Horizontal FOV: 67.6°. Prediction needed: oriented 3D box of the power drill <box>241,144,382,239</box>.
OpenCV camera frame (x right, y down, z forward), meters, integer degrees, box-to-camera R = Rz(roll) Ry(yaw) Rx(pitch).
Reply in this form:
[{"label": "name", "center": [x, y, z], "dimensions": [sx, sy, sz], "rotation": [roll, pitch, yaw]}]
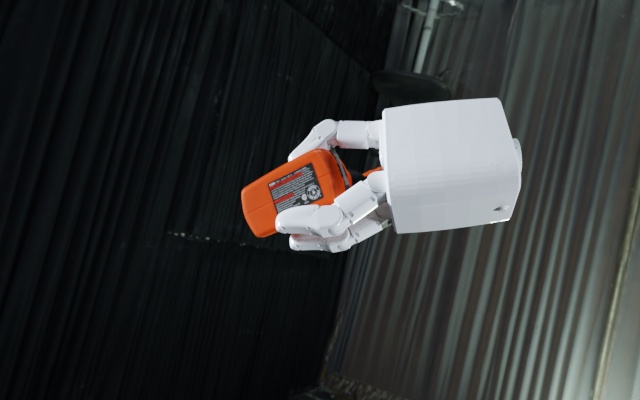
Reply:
[{"label": "power drill", "center": [0.000, 0.002, 0.518], "dimensions": [0.184, 0.057, 0.187], "rotation": [-28, -12, 24]}]
